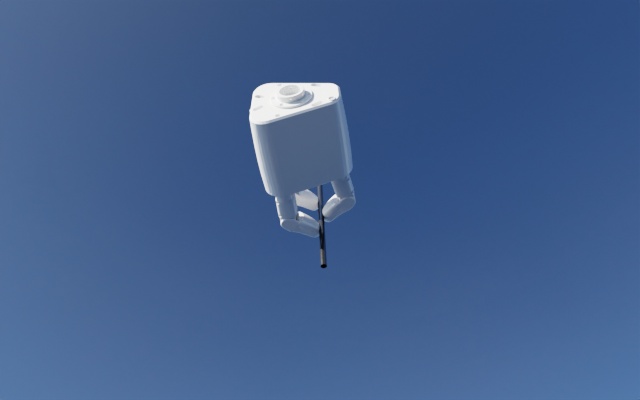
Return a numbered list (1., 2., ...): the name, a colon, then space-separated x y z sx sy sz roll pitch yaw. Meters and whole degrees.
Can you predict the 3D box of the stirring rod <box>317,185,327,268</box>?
1. stirring rod: 0.000 0.002 0.678 0.011 0.011 0.239 0 41 -2
